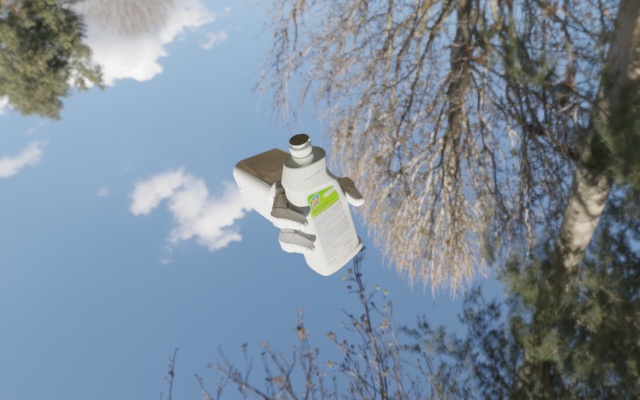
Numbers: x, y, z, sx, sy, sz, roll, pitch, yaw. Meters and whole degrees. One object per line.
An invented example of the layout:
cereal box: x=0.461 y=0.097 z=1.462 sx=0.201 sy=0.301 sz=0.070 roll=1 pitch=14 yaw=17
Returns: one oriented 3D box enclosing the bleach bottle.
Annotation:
bleach bottle: x=0.000 y=0.003 z=0.737 sx=0.102 sy=0.251 sz=0.068 roll=-39 pitch=48 yaw=-25
